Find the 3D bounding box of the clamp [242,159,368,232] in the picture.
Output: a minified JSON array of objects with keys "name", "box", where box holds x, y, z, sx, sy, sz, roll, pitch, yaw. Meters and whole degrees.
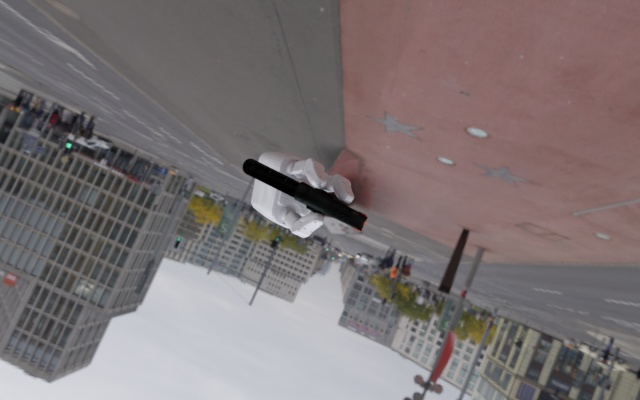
[{"name":"clamp","box":[0.000,0.003,0.702,0.210,0.036,0.164,27,0,-31]}]
